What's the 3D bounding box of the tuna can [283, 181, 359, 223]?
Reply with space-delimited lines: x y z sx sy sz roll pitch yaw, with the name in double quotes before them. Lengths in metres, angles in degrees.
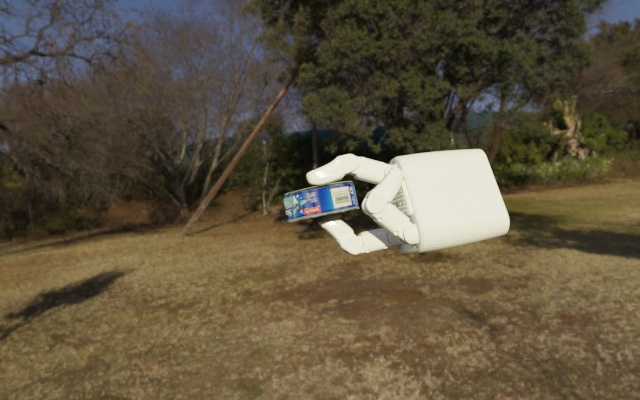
"tuna can" 0.000 0.001 0.557 0.086 0.034 0.086 -11 -2 0
